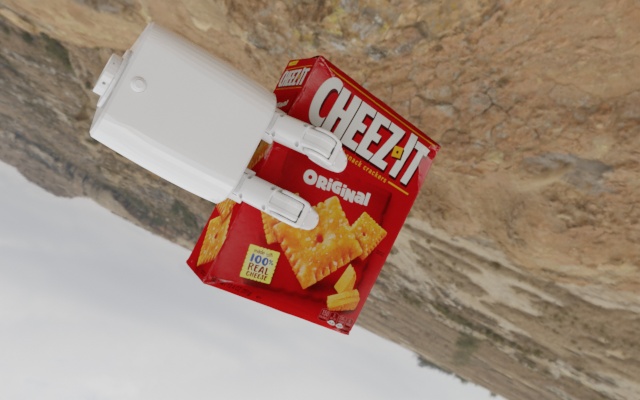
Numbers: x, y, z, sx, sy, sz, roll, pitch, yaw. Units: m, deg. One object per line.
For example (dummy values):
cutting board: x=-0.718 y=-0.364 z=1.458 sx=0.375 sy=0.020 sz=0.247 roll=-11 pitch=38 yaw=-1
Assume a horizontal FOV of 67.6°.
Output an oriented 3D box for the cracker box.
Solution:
cracker box: x=0.000 y=0.002 z=0.452 sx=0.164 sy=0.213 sz=0.072 roll=29 pitch=-4 yaw=-30
